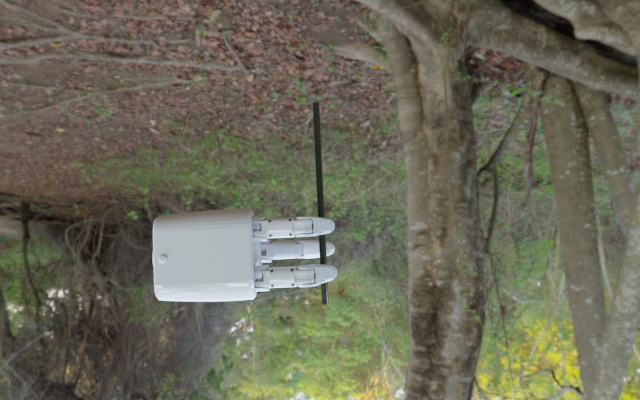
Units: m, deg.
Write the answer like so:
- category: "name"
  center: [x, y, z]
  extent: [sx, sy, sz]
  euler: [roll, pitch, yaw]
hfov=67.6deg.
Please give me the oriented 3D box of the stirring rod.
- category: "stirring rod"
  center: [0.000, 0.002, 0.569]
  extent: [0.011, 0.239, 0.011]
  euler: [-3, -4, 0]
